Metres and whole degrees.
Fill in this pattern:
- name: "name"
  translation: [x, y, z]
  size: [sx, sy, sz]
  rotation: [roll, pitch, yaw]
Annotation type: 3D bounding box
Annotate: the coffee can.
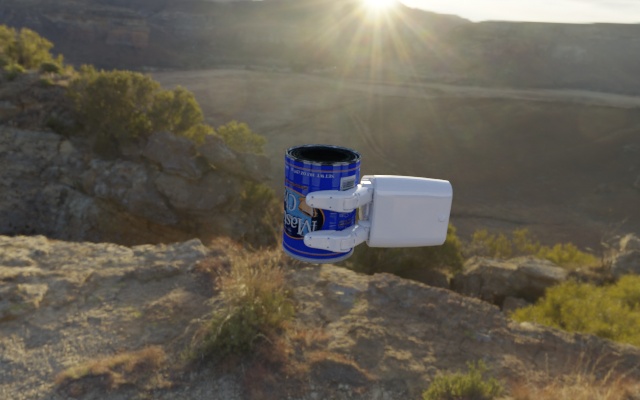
- name: "coffee can"
  translation: [0.000, 0.002, 0.661]
  size: [0.103, 0.140, 0.102]
  rotation: [3, 20, -1]
